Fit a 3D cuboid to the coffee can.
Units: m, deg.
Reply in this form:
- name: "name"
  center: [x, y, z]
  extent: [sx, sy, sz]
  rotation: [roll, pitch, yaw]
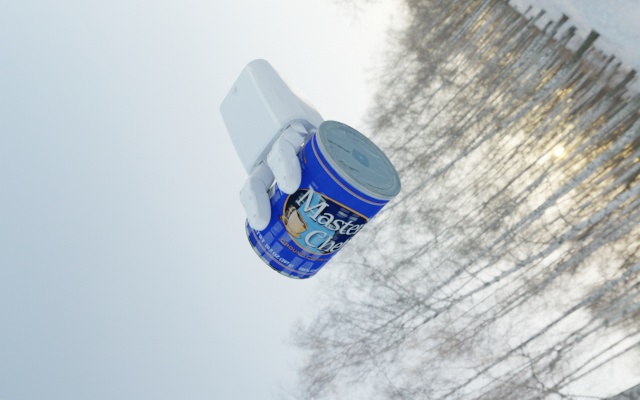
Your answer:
- name: "coffee can"
  center: [0.000, 0.002, 0.502]
  extent: [0.103, 0.102, 0.140]
  rotation: [0, -40, -50]
